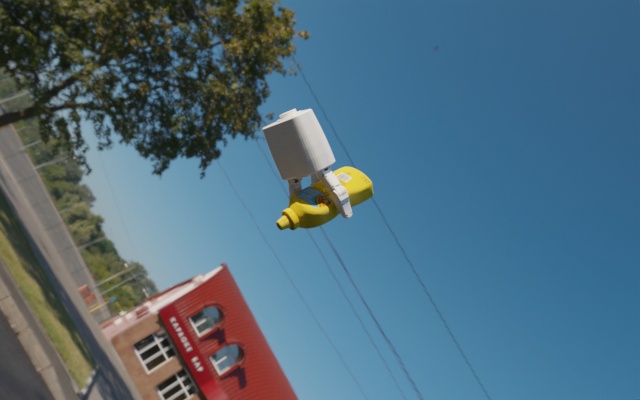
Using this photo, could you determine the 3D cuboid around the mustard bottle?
[{"bbox_3d":[0.000,0.003,0.898,0.191,0.058,0.096,-29,39,-25],"label":"mustard bottle"}]
